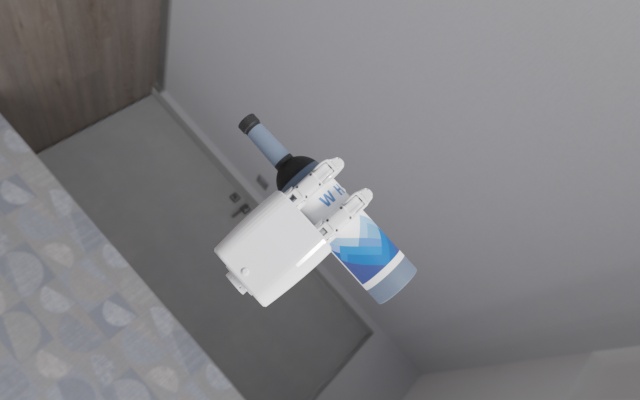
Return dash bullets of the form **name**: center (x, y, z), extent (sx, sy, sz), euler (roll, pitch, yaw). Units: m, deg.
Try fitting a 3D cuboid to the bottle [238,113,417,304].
- **bottle**: center (0.000, 0.002, 0.622), extent (0.069, 0.295, 0.069), euler (-42, -4, -4)
